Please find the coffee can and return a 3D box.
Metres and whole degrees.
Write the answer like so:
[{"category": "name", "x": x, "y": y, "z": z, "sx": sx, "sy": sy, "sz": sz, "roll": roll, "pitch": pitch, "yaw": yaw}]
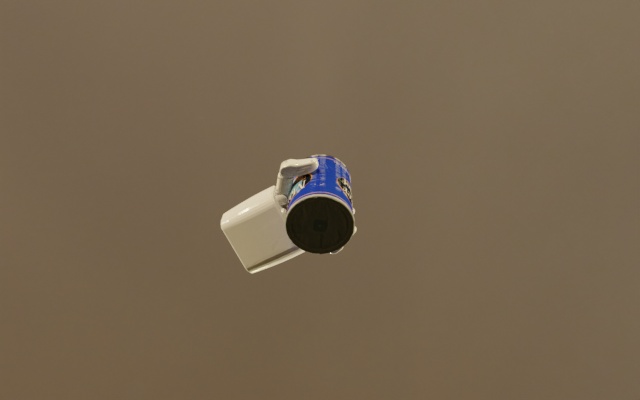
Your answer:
[{"category": "coffee can", "x": 0.000, "y": 0.002, "z": 0.757, "sx": 0.103, "sy": 0.103, "sz": 0.140, "roll": 0, "pitch": 31, "yaw": 1}]
